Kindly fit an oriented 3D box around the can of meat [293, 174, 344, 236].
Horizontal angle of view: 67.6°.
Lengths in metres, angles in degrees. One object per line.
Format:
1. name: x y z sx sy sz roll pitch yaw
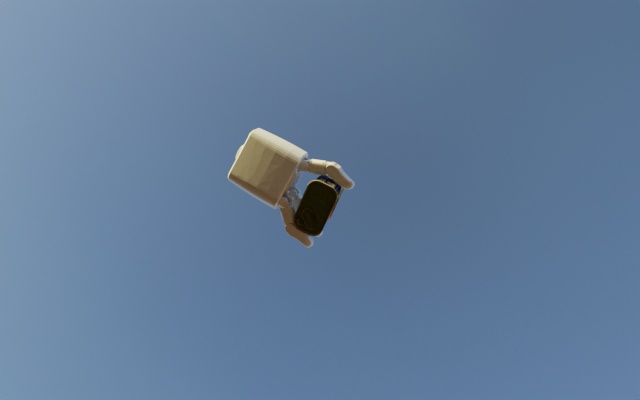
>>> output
1. can of meat: 0.000 0.003 0.874 0.057 0.102 0.084 27 22 6
